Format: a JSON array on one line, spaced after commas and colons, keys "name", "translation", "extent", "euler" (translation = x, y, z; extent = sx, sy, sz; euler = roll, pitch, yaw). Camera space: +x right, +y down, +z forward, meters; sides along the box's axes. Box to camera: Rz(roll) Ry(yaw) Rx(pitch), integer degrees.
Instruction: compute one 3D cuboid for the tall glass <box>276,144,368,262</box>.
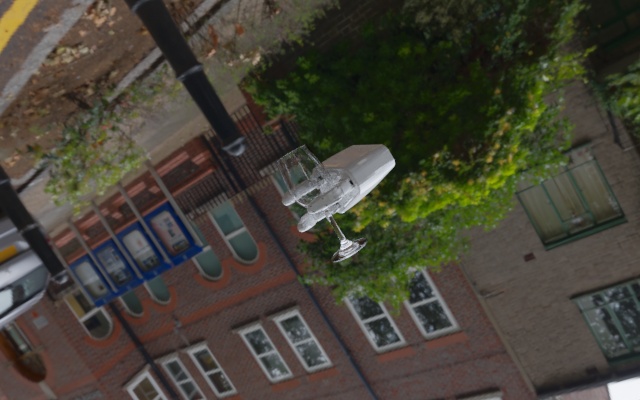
[{"name": "tall glass", "translation": [0.000, 0.003, 0.827], "extent": [0.079, 0.201, 0.079], "euler": [-31, 7, 4]}]
